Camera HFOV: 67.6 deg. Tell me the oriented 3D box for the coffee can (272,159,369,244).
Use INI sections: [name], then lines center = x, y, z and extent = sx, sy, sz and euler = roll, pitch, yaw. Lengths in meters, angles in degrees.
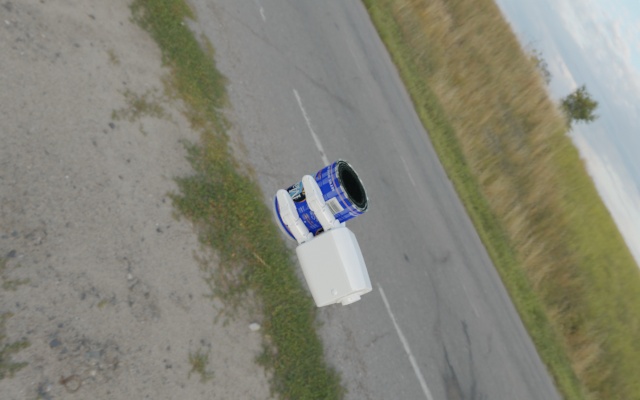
[coffee can]
center = 0.000, 0.003, 0.845
extent = 0.140, 0.103, 0.103
euler = -28, -12, 24
